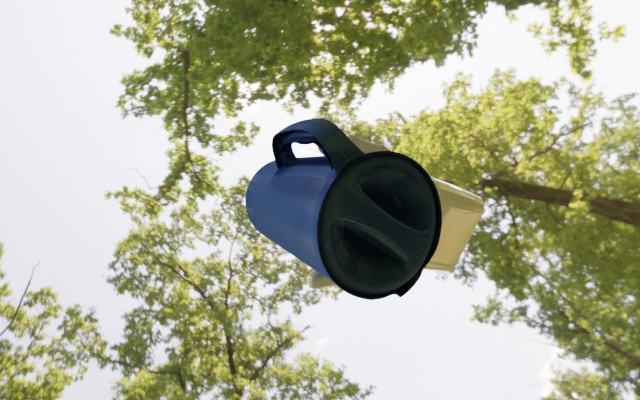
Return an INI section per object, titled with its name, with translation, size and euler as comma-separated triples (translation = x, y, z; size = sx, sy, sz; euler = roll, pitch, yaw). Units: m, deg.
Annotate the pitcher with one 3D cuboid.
[pitcher]
translation = 0.000, 0.002, 0.519
size = 0.145, 0.149, 0.243
euler = 11, 1, -28
